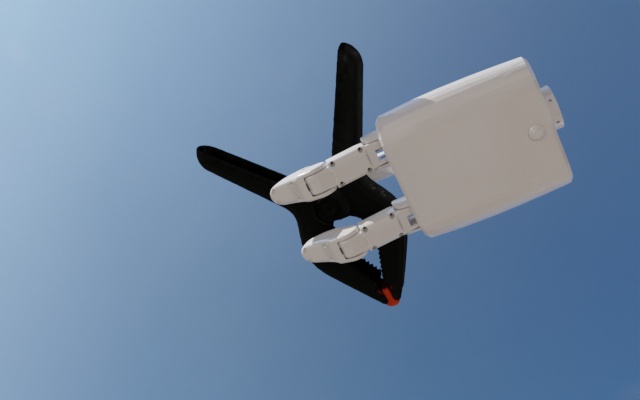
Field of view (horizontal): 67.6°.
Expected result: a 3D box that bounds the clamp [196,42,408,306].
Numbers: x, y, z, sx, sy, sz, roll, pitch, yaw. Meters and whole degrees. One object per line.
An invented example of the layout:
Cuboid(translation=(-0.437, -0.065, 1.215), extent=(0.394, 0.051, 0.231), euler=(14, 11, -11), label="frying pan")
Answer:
Cuboid(translation=(0.001, 0.001, 0.402), extent=(0.164, 0.210, 0.036), euler=(-22, 13, 24), label="clamp")
